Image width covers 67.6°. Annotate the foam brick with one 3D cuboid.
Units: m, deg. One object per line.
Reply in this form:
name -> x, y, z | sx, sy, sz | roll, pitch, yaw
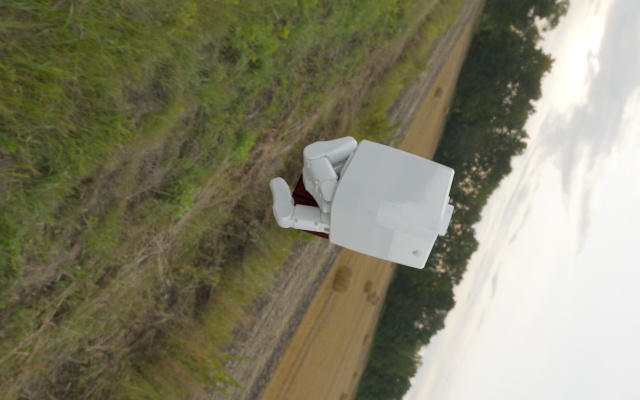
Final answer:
foam brick -> 0.000, 0.002, 0.569 | 0.051, 0.053, 0.078 | 17, -31, 11
